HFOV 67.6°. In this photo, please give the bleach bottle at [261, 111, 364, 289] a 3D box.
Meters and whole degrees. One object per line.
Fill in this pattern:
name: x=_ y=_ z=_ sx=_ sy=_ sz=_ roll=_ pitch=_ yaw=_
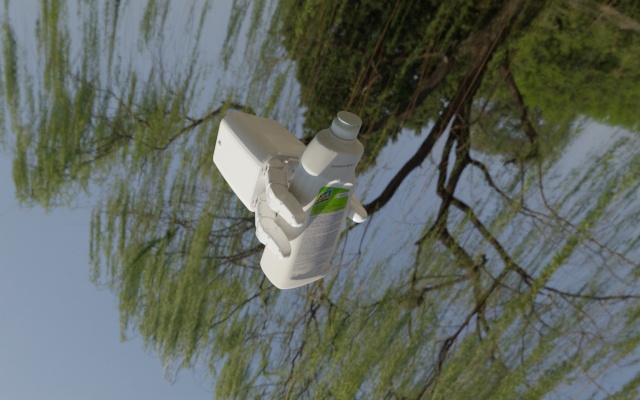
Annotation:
bleach bottle: x=0.000 y=0.002 z=0.602 sx=0.102 sy=0.251 sz=0.068 roll=-14 pitch=49 yaw=-40
